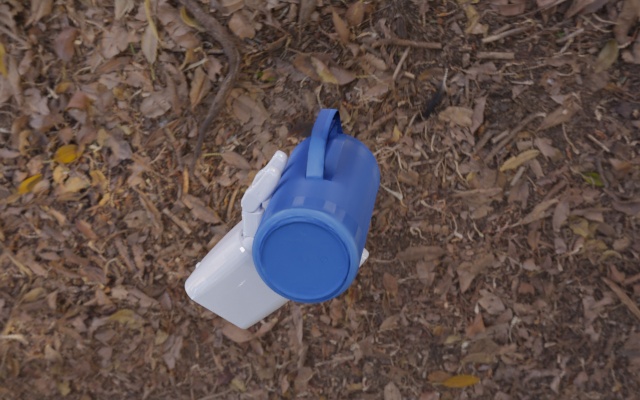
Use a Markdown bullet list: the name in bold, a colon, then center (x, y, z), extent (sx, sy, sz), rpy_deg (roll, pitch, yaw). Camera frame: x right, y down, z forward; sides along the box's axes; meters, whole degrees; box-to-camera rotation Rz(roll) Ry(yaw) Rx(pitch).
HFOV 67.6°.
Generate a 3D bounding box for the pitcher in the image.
- **pitcher**: center (0.000, 0.002, 0.565), extent (0.145, 0.149, 0.242), rpy_deg (-40, 12, 21)
